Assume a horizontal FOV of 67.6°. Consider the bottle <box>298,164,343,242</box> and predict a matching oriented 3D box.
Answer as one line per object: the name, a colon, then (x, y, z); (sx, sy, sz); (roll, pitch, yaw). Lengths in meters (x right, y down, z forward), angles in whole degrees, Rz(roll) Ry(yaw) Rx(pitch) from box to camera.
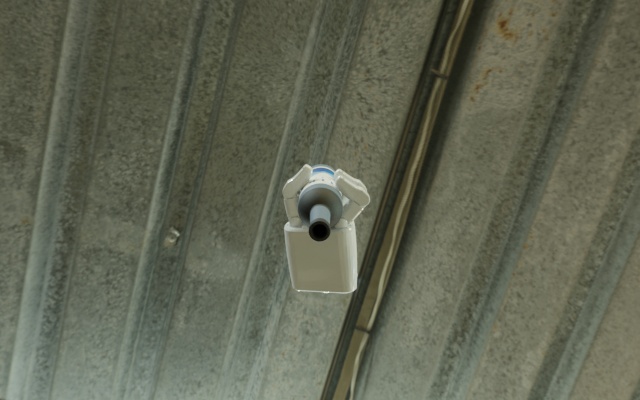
bottle: (0.000, 0.002, 0.728); (0.069, 0.069, 0.295); (0, 14, 0)
